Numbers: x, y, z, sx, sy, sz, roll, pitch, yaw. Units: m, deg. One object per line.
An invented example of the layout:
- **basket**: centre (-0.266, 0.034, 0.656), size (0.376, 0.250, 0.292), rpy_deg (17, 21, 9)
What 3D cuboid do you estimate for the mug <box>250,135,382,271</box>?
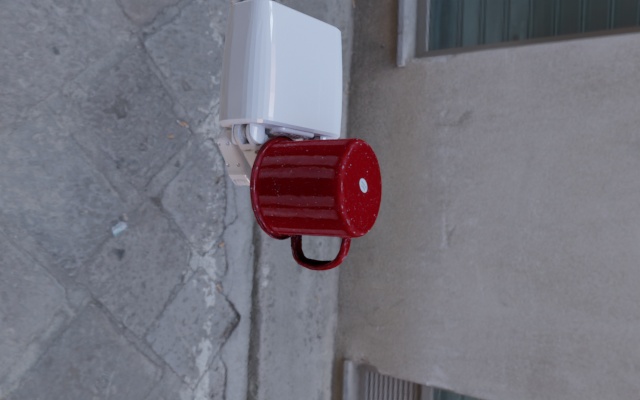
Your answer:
- **mug**: centre (0.000, 0.003, 0.406), size (0.081, 0.117, 0.093), rpy_deg (1, -1, 31)
